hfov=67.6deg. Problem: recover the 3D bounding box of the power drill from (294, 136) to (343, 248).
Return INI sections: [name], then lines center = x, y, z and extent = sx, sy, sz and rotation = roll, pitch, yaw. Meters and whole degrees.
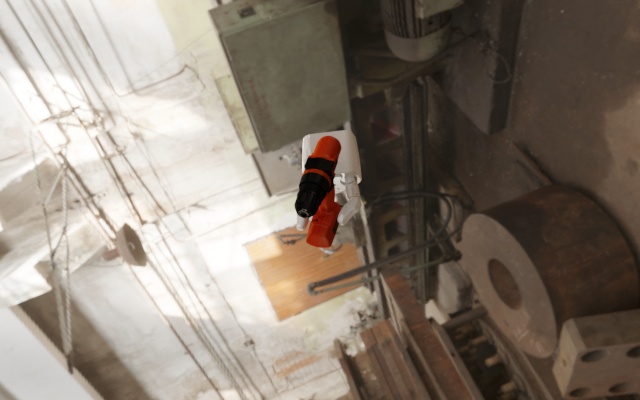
[power drill]
center = 0.000, 0.003, 0.876
extent = 0.057, 0.184, 0.188
rotation = 12, -40, 12
